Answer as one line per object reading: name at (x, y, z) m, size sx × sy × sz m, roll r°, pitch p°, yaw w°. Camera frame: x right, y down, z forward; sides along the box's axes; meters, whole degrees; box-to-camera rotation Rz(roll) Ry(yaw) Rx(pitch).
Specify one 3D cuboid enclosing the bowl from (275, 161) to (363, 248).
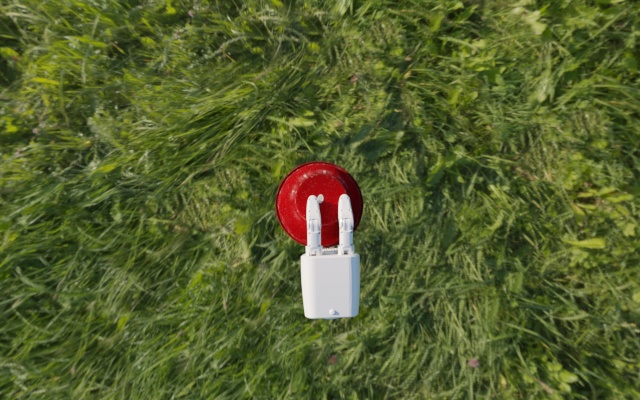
bowl at (0.000, 0.001, 0.849) m, size 0.162 × 0.162 × 0.055 m, roll 0°, pitch -9°, yaw -4°
